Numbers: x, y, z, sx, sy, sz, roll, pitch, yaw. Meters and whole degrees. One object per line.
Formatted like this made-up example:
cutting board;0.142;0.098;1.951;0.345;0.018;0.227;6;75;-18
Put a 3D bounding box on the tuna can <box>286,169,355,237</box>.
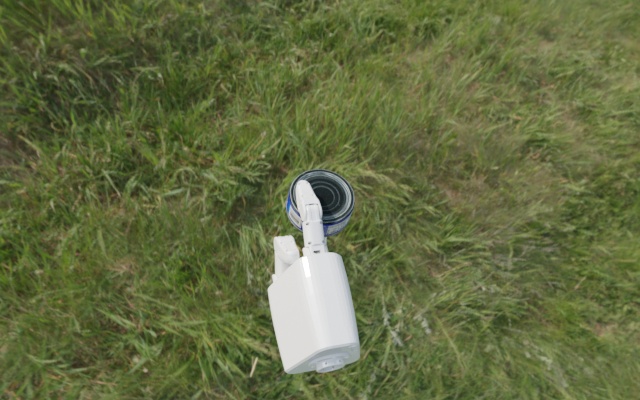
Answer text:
tuna can;0.000;0.002;0.610;0.086;0.086;0.034;0;-34;-10
